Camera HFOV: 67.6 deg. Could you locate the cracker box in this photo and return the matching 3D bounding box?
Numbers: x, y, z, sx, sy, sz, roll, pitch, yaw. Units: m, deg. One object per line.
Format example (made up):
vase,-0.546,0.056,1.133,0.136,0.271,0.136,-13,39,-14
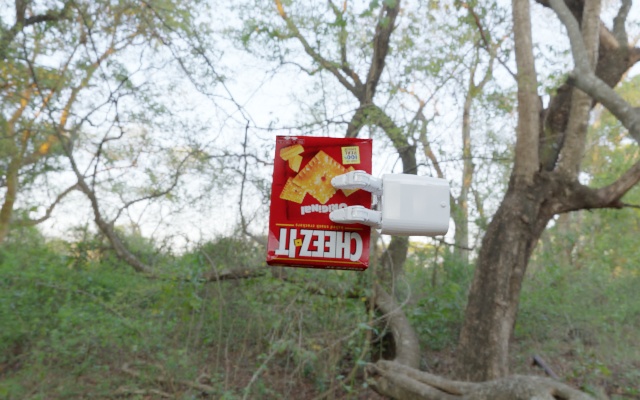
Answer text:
cracker box,0.000,0.002,0.784,0.164,0.213,0.072,3,-13,0
